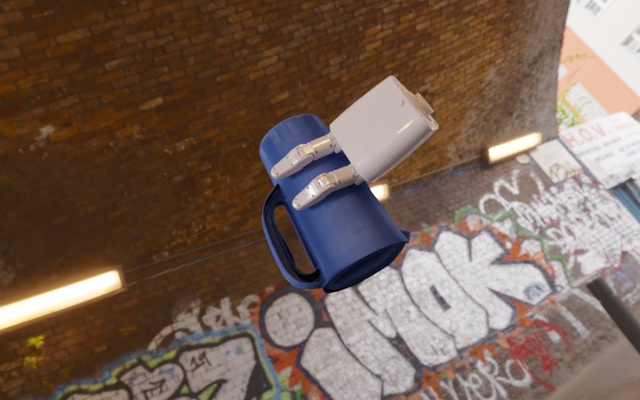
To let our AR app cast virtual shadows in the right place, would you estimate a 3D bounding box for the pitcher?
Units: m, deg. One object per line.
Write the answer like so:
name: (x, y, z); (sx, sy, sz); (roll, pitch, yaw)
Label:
pitcher: (0.000, 0.002, 0.675); (0.145, 0.242, 0.149); (-39, -23, 20)
